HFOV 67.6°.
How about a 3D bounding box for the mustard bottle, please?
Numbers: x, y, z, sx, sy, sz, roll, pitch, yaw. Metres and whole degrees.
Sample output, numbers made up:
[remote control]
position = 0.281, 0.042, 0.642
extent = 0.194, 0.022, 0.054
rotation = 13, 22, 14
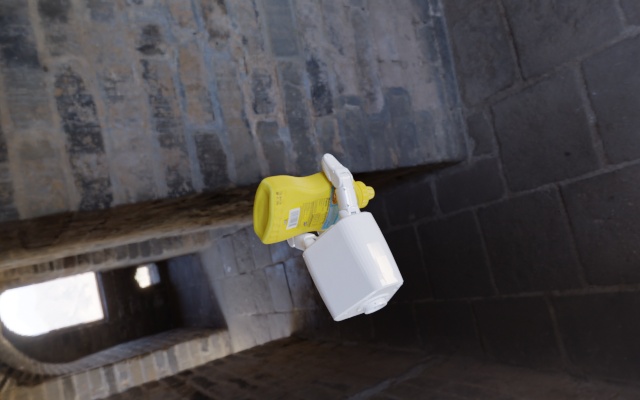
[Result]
[mustard bottle]
position = 0.000, 0.002, 0.695
extent = 0.191, 0.096, 0.058
rotation = -10, 38, -32
